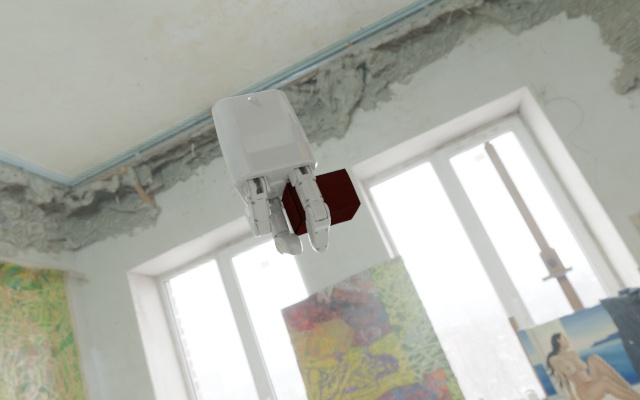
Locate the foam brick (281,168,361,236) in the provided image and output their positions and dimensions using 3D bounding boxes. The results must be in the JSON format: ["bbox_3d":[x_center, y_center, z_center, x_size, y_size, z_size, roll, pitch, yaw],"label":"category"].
[{"bbox_3d":[0.000,0.002,0.575,0.078,0.051,0.053,-15,-20,-19],"label":"foam brick"}]
